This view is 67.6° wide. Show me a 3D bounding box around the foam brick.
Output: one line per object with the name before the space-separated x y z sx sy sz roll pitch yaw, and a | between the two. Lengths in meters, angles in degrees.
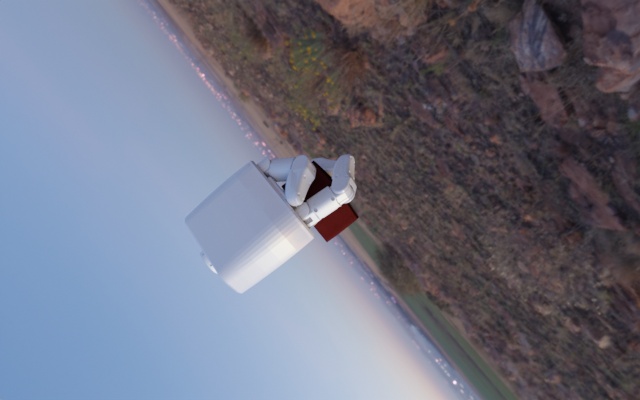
foam brick | 0.000 0.002 0.576 0.053 0.051 0.078 46 -5 45
